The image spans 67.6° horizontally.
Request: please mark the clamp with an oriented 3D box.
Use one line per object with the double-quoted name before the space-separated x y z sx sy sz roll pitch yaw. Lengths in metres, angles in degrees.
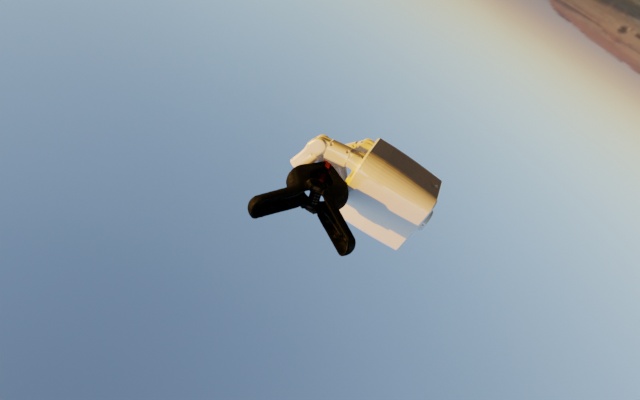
"clamp" 0.000 0.002 0.561 0.120 0.039 0.171 33 31 4
